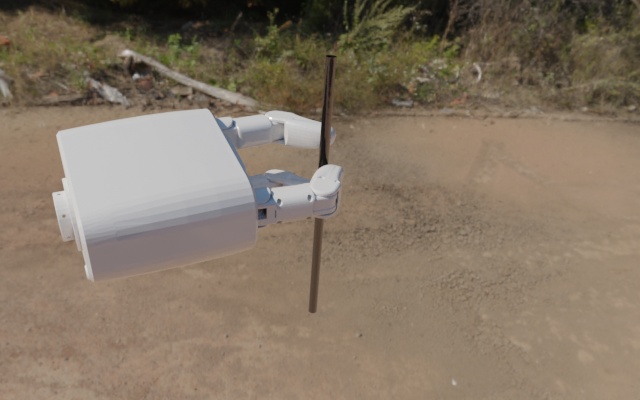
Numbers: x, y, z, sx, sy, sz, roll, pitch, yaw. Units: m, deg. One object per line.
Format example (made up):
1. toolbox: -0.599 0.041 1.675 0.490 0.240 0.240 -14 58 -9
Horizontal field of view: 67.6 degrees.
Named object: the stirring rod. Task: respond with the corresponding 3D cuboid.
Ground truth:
1. stirring rod: 0.000 0.001 0.401 0.011 0.240 0.011 3 29 -2
